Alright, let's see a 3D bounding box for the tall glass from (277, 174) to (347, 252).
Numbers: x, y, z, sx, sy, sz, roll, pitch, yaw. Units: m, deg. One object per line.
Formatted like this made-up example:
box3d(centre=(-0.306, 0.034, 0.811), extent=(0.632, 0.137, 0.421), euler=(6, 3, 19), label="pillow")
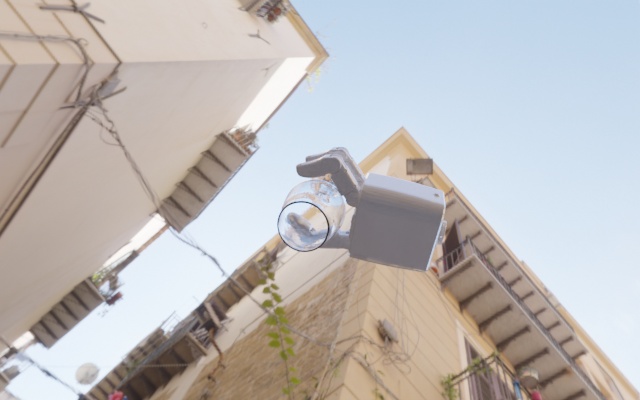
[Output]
box3d(centre=(0.000, 0.002, 0.635), extent=(0.079, 0.079, 0.201), euler=(0, 17, 13), label="tall glass")
